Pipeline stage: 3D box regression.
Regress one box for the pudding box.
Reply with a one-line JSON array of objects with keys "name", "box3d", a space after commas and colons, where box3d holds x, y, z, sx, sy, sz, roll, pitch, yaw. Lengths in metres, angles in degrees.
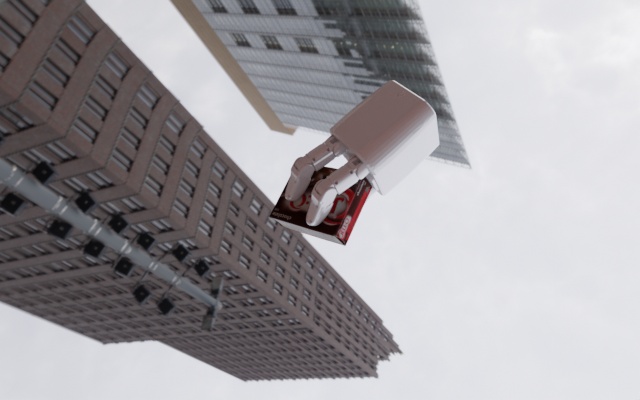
[{"name": "pudding box", "box3d": [0.000, 0.002, 0.631, 0.113, 0.090, 0.039, 12, -22, 37]}]
